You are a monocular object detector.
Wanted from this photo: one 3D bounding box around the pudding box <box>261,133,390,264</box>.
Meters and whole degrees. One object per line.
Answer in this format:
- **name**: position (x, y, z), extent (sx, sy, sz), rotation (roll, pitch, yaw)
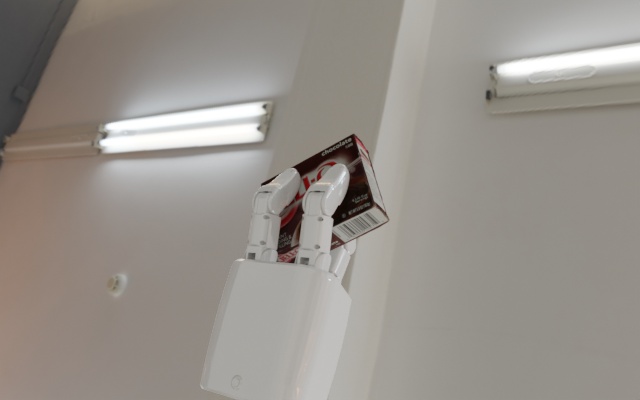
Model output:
- **pudding box**: position (0.000, 0.002, 0.452), extent (0.113, 0.090, 0.039), rotation (-26, -39, 17)
